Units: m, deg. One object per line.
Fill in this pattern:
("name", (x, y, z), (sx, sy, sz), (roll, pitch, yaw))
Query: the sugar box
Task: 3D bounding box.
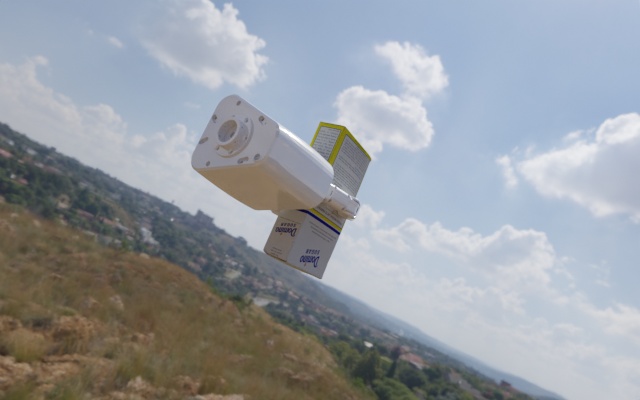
("sugar box", (0.000, 0.002, 0.598), (0.048, 0.176, 0.093), (20, -11, 34))
